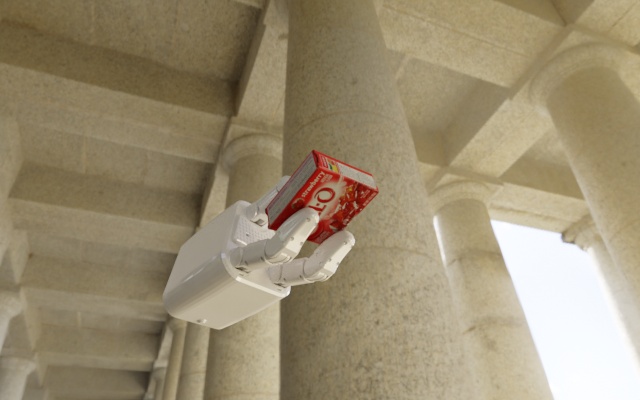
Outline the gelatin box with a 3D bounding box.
[{"bbox_3d":[0.000,0.001,0.461,0.073,0.030,0.089,20,-54,-32],"label":"gelatin box"}]
